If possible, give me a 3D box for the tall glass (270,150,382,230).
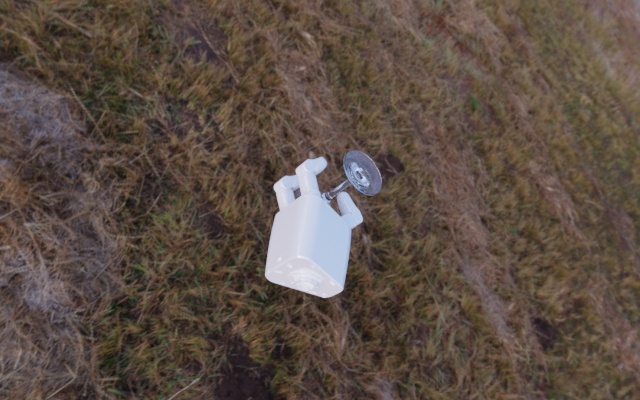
[{"bbox_3d":[0.001,0.002,0.756,0.079,0.079,0.201,0,-26,-44],"label":"tall glass"}]
